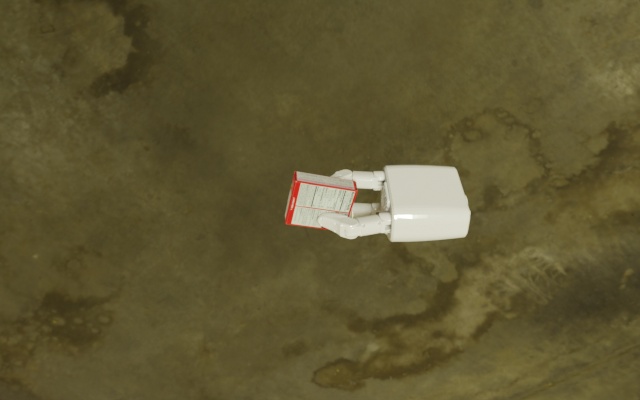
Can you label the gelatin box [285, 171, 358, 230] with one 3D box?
[{"bbox_3d":[0.000,0.002,0.665,0.089,0.073,0.030,8,33,-11],"label":"gelatin box"}]
